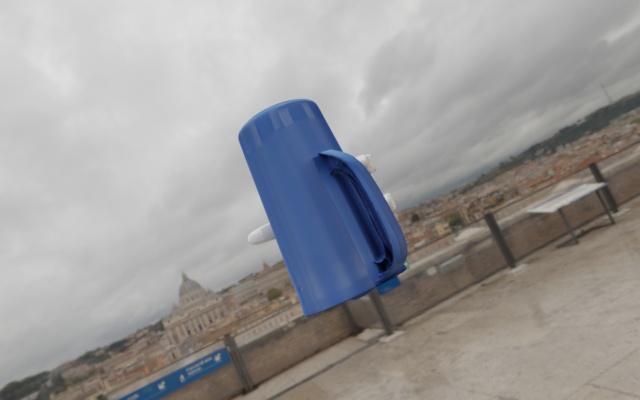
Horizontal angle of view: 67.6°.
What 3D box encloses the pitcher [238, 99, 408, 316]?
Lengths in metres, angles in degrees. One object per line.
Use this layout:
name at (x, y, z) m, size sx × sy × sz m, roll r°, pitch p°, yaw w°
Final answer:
pitcher at (0.000, 0.002, 0.571) m, size 0.149 × 0.243 × 0.145 m, roll -26°, pitch -7°, yaw 9°
